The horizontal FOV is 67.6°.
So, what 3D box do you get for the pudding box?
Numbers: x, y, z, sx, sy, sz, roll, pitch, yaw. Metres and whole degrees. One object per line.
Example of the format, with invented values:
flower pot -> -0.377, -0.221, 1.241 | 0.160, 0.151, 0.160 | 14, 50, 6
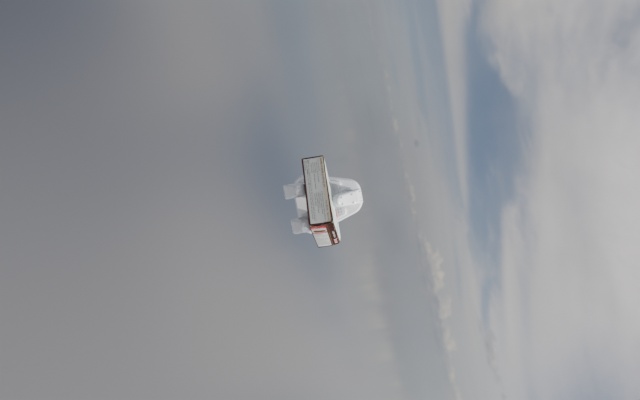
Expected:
pudding box -> 0.000, 0.002, 0.717 | 0.039, 0.113, 0.090 | -12, -26, 4
